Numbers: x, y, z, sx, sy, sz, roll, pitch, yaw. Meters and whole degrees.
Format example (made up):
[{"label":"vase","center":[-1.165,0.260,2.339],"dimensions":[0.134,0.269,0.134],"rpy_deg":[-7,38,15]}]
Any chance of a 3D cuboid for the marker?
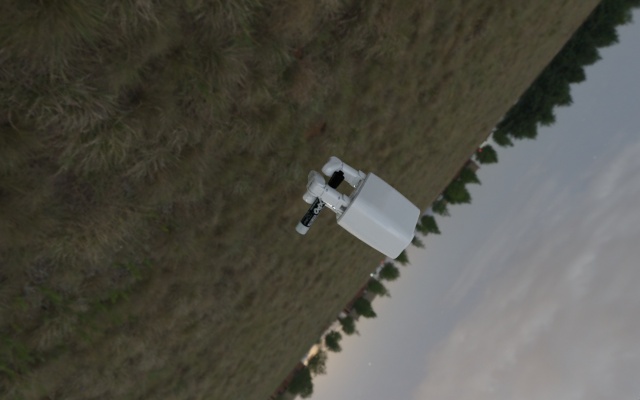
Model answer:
[{"label":"marker","center":[0.000,0.002,0.747],"dimensions":[0.020,0.121,0.020],"rpy_deg":[30,21,-13]}]
